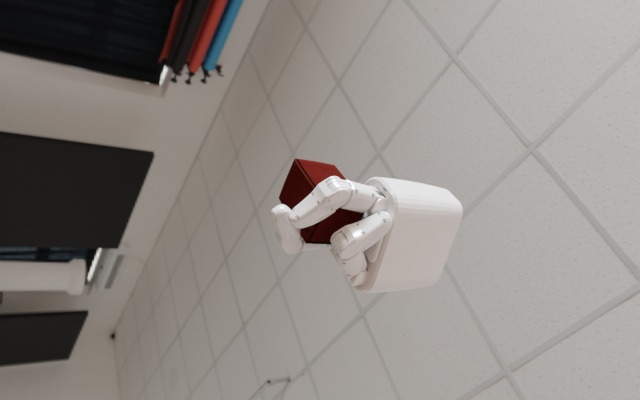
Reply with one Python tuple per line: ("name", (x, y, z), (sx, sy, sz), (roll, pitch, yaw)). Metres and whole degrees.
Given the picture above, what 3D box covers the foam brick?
("foam brick", (0.000, 0.001, 0.493), (0.051, 0.053, 0.078), (4, 36, -35))
